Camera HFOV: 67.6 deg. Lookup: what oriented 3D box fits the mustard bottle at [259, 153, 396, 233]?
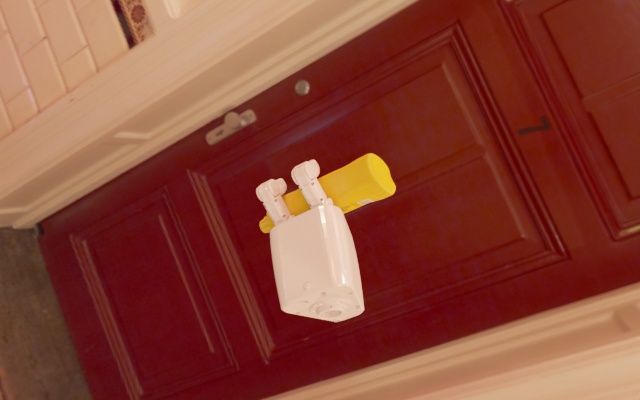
[{"bbox_3d":[0.000,0.002,0.644,0.191,0.058,0.096,-24,-12,20],"label":"mustard bottle"}]
